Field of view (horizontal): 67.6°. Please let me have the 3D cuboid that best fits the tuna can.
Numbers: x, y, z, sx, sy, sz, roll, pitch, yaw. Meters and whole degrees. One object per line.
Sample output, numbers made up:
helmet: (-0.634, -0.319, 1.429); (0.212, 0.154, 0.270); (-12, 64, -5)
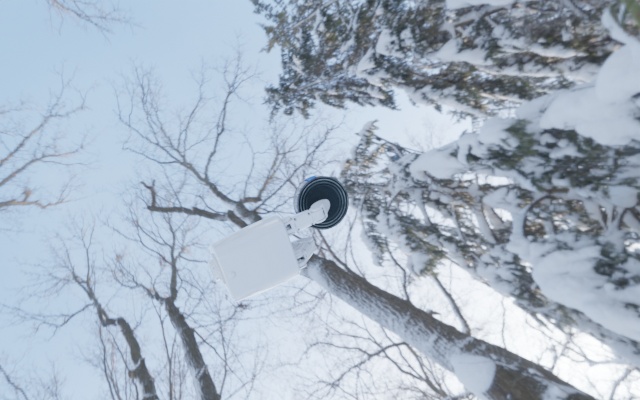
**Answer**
tuna can: (0.000, 0.002, 0.769); (0.086, 0.086, 0.033); (0, 6, -19)
